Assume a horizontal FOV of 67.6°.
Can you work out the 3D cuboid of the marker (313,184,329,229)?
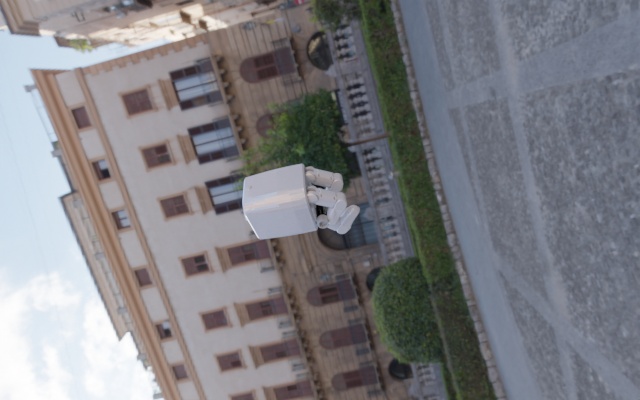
[{"bbox_3d":[0.000,0.003,0.837,0.020,0.020,0.121,0,38,-5],"label":"marker"}]
